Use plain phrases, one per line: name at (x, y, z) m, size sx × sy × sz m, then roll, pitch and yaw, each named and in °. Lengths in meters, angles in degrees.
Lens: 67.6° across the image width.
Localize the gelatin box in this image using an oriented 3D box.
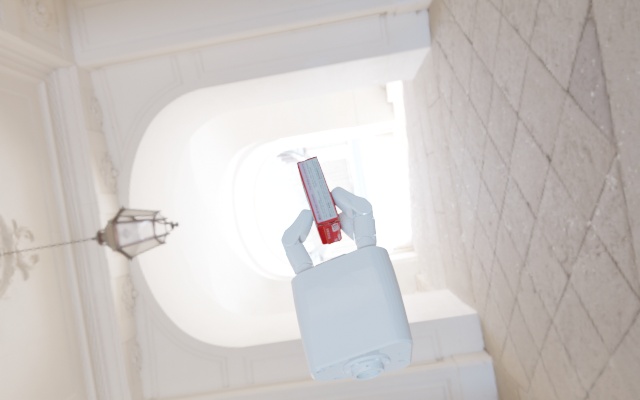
gelatin box at (0.000, 0.002, 0.582) m, size 0.030 × 0.089 × 0.073 m, roll -18°, pitch -23°, yaw -3°
